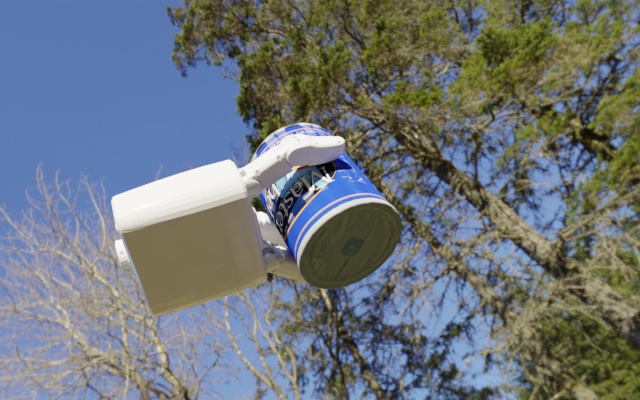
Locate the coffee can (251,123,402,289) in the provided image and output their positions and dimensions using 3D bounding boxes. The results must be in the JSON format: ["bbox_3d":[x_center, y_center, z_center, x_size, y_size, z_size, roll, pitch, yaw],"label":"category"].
[{"bbox_3d":[0.000,0.002,0.472,0.103,0.103,0.140,0,36,-31],"label":"coffee can"}]
